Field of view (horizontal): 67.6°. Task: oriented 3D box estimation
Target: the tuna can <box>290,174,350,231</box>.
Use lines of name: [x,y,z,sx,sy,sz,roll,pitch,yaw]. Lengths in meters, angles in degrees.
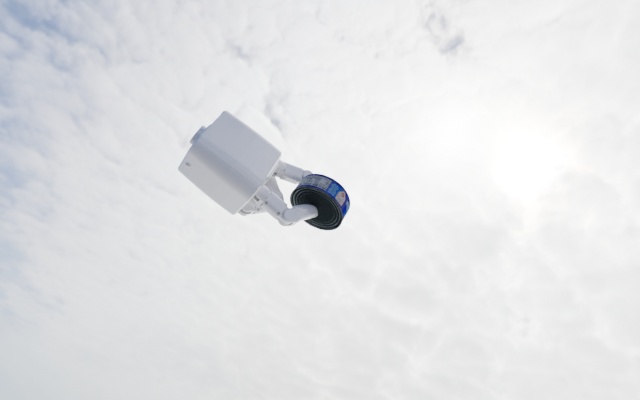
tuna can: [0.000,0.002,0.704,0.086,0.086,0.033,0,41,36]
